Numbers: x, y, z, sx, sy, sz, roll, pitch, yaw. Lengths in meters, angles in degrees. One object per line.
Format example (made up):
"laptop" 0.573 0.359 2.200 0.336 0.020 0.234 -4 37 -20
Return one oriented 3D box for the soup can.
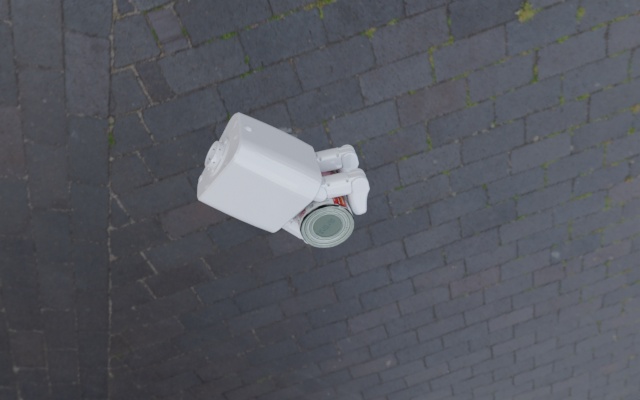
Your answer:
"soup can" 0.000 0.002 0.607 0.068 0.068 0.102 0 37 -13
